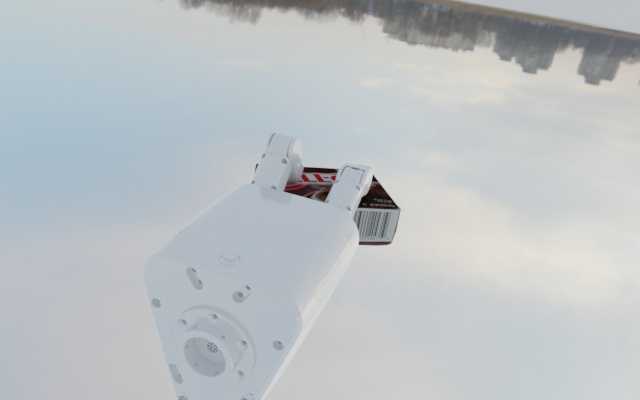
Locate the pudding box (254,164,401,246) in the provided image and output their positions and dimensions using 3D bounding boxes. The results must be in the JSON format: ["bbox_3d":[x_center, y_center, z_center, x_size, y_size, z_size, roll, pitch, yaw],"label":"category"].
[{"bbox_3d":[0.000,0.002,0.411,0.113,0.039,0.090,5,24,-13],"label":"pudding box"}]
